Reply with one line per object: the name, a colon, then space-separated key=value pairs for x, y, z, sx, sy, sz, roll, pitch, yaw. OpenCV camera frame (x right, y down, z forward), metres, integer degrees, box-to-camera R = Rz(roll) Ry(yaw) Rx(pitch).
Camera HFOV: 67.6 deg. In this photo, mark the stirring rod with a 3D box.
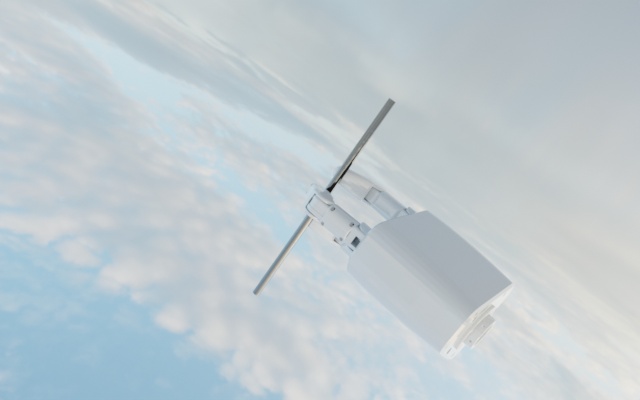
stirring rod: x=0.000 y=0.002 z=0.475 sx=0.011 sy=0.239 sz=0.011 roll=33 pitch=13 yaw=-8
